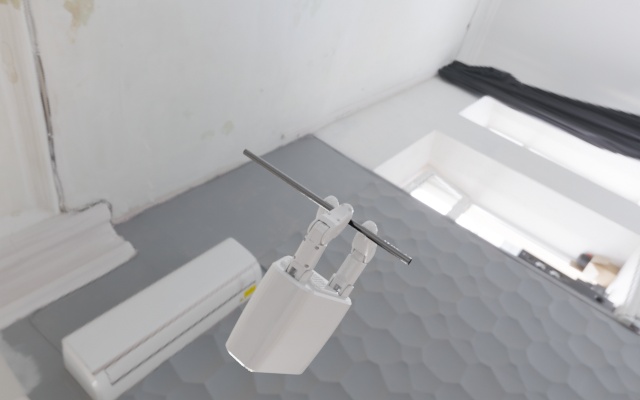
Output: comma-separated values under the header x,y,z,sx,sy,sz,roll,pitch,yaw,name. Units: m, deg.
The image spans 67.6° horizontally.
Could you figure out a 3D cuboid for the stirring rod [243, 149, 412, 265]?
x,y,z,sx,sy,sz,roll,pitch,yaw,name
0.000,0.002,0.539,0.239,0.011,0.011,34,14,23,stirring rod
